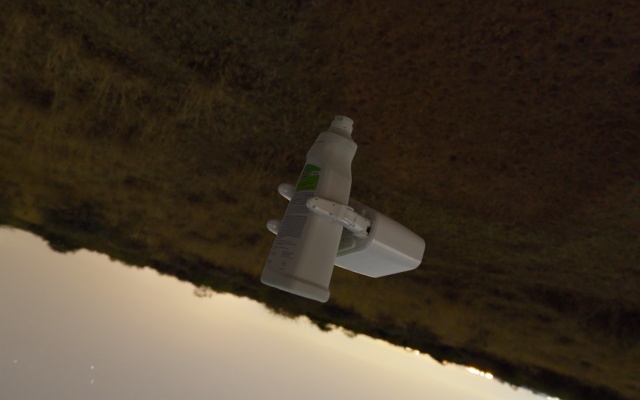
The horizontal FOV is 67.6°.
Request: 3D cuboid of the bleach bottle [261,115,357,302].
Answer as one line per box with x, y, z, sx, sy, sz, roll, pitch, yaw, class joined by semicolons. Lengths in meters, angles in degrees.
0.000;0.002;0.643;0.068;0.250;0.102;26;-15;-33;bleach bottle
